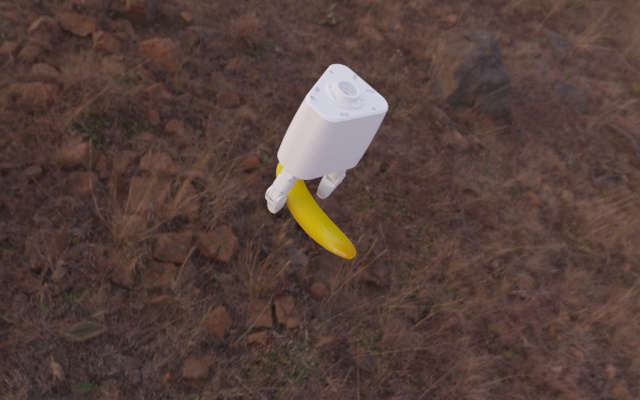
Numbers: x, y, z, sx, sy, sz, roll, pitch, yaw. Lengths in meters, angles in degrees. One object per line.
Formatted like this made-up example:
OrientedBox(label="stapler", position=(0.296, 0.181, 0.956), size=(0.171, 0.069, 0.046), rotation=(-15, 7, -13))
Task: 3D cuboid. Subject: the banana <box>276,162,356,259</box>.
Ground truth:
OrientedBox(label="banana", position=(-0.017, 0.002, 0.681), size=(0.069, 0.197, 0.037), rotation=(-9, -32, -33))
